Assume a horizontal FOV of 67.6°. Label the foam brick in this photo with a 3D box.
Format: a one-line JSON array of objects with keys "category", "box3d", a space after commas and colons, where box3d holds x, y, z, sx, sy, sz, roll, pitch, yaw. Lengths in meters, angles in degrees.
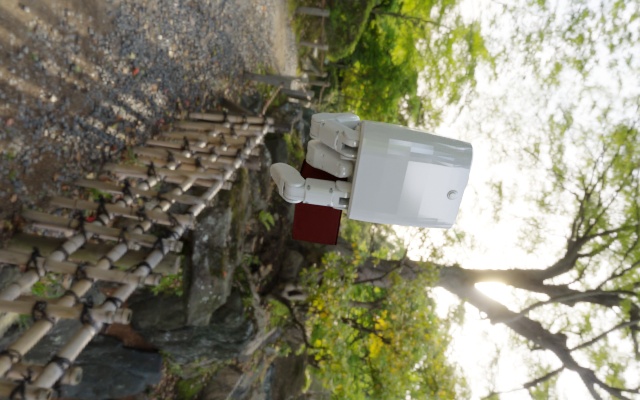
[{"category": "foam brick", "box3d": [0.000, 0.002, 0.523, 0.051, 0.078, 0.053, 9, 29, 1]}]
